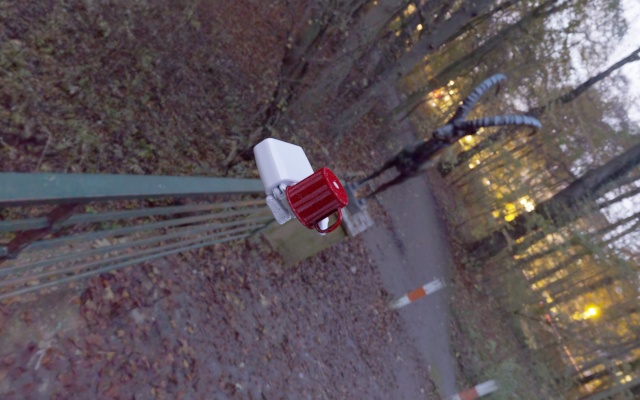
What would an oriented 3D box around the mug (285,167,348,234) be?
[{"bbox_3d":[0.001,0.004,0.857,0.081,0.117,0.093,-31,-28,16],"label":"mug"}]
